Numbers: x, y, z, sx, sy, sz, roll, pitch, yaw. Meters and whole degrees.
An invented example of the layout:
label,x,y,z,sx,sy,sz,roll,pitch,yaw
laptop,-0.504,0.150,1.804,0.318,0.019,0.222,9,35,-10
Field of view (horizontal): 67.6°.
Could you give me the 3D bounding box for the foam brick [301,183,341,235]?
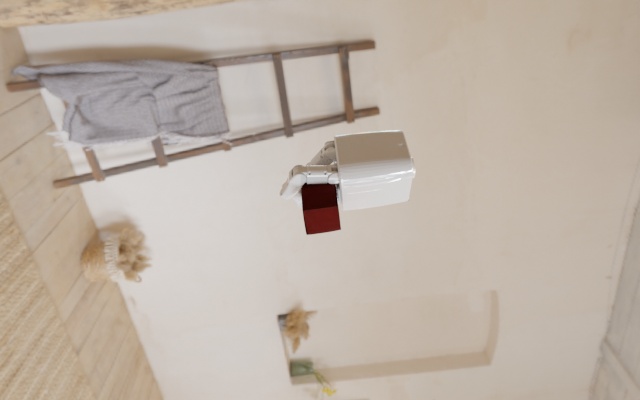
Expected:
label,x,y,z,sx,sy,sz,roll,pitch,yaw
foam brick,0.000,0.003,0.695,0.051,0.078,0.053,-6,-45,1
